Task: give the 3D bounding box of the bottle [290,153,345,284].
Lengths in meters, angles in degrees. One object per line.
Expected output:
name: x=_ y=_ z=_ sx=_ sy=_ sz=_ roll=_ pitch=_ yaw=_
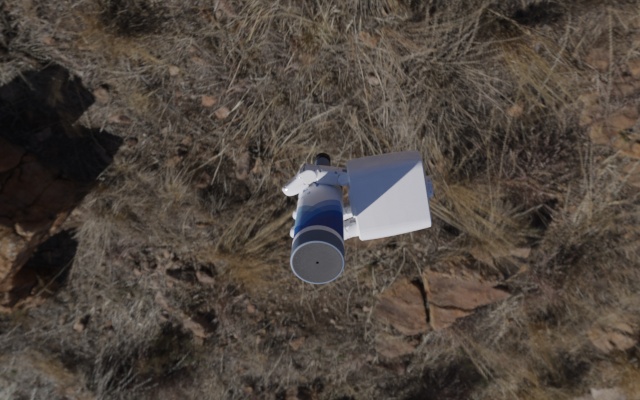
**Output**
bottle: x=0.000 y=0.002 z=0.706 sx=0.069 sy=0.069 sz=0.295 roll=0 pitch=30 yaw=2
